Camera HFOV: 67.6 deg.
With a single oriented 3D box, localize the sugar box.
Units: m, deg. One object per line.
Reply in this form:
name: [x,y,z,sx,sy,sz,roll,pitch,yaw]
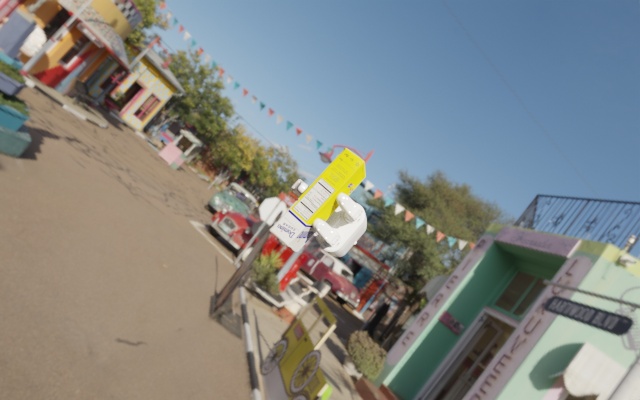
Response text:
sugar box: [0.001,0.003,0.767,0.048,0.176,0.093,39,-5,13]
